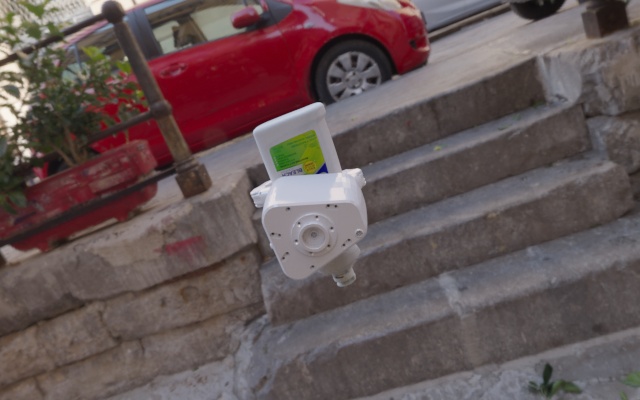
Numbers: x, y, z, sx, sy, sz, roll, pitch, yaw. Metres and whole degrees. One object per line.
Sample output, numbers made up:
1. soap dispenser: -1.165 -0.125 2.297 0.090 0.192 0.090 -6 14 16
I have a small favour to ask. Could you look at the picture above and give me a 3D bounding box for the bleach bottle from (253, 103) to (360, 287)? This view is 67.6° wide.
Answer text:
1. bleach bottle: 0.000 0.002 0.656 0.102 0.251 0.068 -20 16 8
